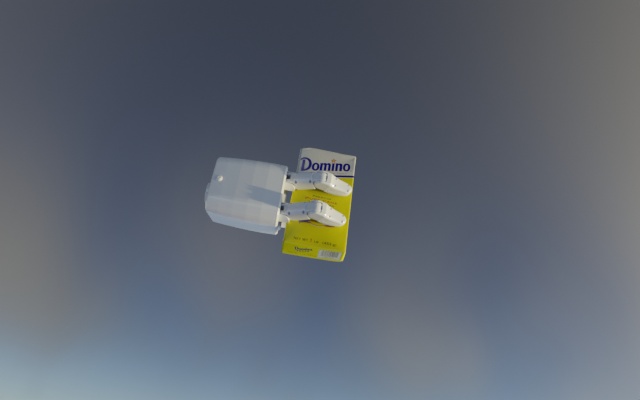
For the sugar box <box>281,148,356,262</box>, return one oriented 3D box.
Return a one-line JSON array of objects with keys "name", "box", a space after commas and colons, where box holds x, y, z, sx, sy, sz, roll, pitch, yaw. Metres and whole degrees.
[{"name": "sugar box", "box": [0.000, 0.002, 0.736, 0.093, 0.176, 0.048, 10, -30, -3]}]
